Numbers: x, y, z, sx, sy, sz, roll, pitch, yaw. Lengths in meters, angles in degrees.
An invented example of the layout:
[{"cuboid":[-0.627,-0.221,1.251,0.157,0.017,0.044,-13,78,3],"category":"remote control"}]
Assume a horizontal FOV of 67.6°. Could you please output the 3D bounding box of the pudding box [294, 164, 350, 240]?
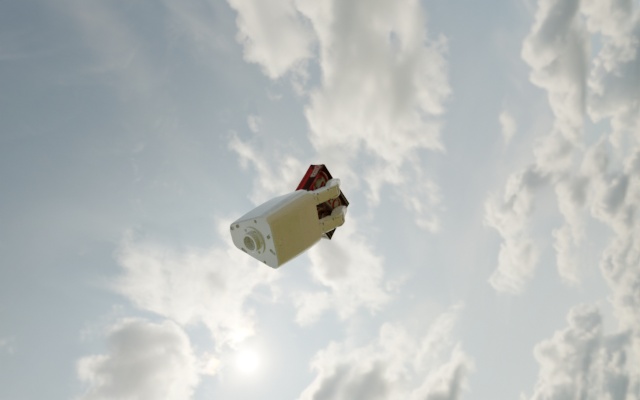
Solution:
[{"cuboid":[0.000,0.003,0.868,0.039,0.090,0.114,6,-36,37],"category":"pudding box"}]
